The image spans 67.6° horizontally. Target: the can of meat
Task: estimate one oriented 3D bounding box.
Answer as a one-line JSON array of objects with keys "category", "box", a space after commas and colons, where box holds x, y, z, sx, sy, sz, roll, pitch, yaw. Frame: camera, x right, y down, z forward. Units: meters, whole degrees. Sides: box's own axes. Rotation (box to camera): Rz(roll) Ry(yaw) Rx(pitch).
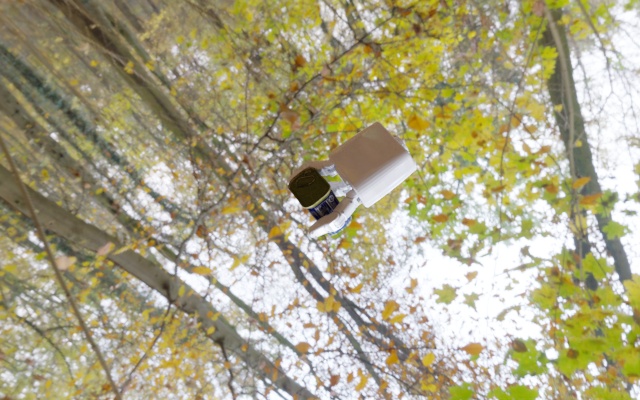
[{"category": "can of meat", "box": [0.000, 0.003, 0.815, 0.057, 0.084, 0.102, -39, 36, -1]}]
